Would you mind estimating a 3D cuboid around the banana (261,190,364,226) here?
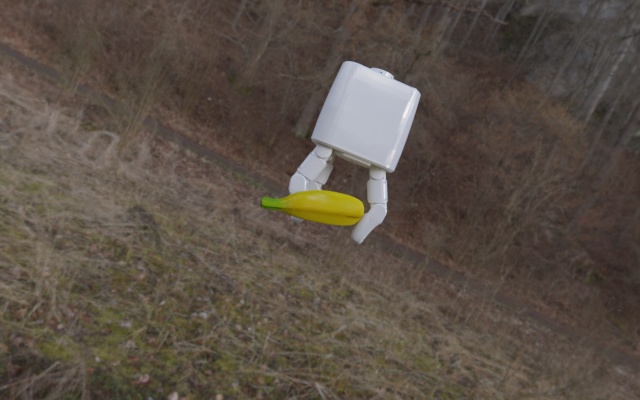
[{"bbox_3d":[0.014,0.007,0.569,0.069,0.037,0.198,19,4,29],"label":"banana"}]
